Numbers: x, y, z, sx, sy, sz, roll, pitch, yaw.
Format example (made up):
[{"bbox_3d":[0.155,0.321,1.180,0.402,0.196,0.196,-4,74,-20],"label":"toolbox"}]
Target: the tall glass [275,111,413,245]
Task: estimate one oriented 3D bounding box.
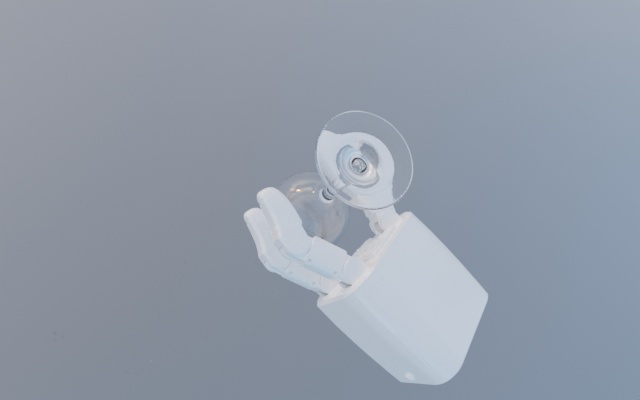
[{"bbox_3d":[0.000,0.001,0.420,0.079,0.079,0.201,0,-17,-20],"label":"tall glass"}]
